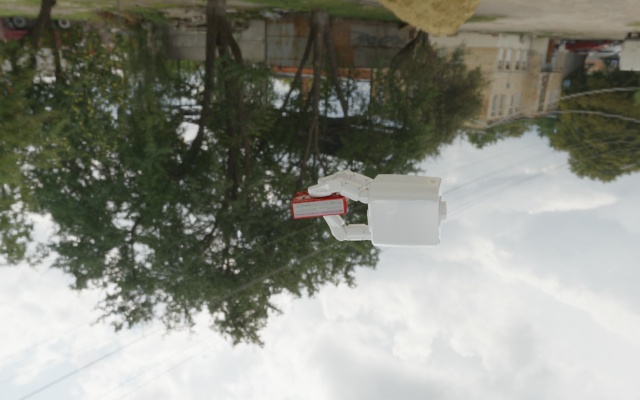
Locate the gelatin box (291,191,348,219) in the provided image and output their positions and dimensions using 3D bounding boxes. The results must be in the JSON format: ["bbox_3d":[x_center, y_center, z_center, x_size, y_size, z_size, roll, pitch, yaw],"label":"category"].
[{"bbox_3d":[0.000,0.003,0.789,0.089,0.030,0.073,-6,15,6],"label":"gelatin box"}]
